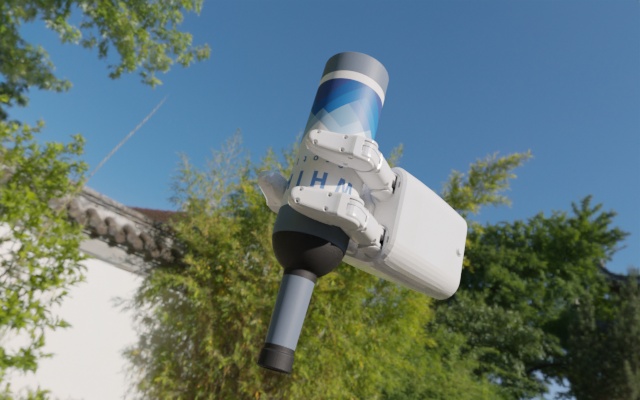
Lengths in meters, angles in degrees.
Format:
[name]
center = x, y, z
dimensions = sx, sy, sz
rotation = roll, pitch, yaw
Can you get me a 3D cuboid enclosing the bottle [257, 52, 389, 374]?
[bottle]
center = 0.000, 0.001, 0.428
dimensions = 0.069, 0.295, 0.069
rotation = 13, -23, 6
